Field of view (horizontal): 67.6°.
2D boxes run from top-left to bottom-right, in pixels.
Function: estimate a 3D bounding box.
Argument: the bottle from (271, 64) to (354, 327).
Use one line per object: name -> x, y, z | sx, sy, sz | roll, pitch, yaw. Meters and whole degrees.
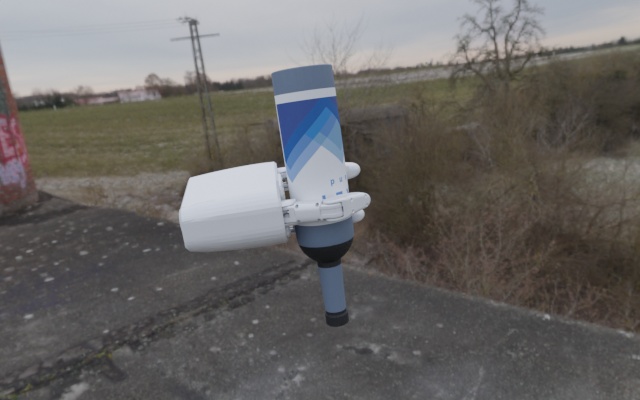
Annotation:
bottle -> 0.000, 0.002, 0.541 | 0.069, 0.296, 0.069 | -8, 11, 2
